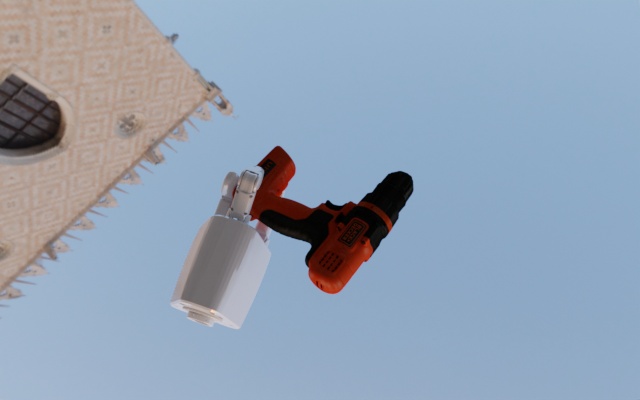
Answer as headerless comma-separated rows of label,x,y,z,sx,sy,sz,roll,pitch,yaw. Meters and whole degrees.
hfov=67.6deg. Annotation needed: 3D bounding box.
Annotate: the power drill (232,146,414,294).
power drill,0.000,0.002,0.594,0.187,0.184,0.057,28,-29,26
